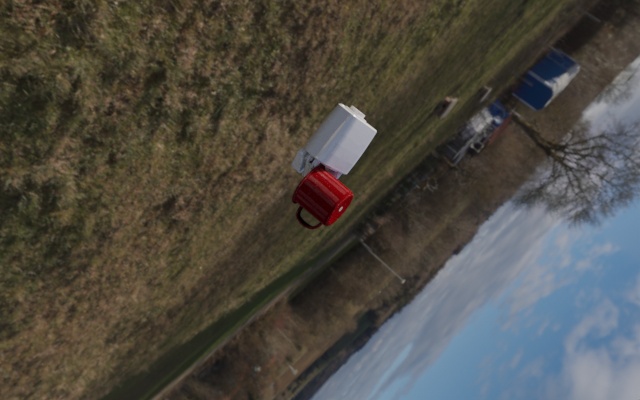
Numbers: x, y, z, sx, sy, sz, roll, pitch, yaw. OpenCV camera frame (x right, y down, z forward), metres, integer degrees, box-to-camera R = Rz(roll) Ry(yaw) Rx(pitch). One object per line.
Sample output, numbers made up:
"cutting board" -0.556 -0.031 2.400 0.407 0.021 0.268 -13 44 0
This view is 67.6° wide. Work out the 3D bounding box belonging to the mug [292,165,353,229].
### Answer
"mug" -0.001 0.004 0.898 0.081 0.117 0.093 40 14 15
